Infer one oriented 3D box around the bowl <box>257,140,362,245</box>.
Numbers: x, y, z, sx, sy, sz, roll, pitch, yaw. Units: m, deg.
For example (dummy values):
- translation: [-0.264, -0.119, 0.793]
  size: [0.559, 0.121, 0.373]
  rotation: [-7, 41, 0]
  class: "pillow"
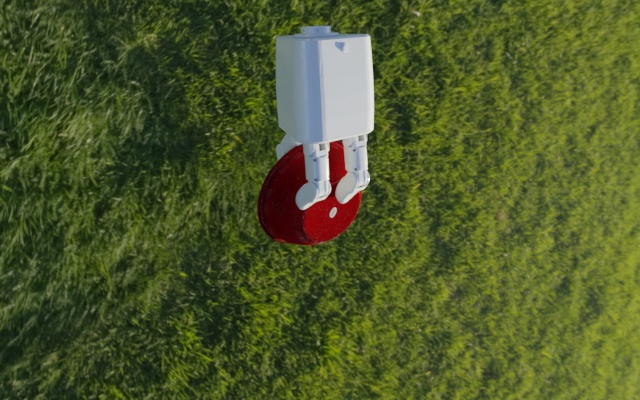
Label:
- translation: [0.001, 0.003, 0.629]
  size: [0.162, 0.162, 0.055]
  rotation: [0, 29, -40]
  class: "bowl"
